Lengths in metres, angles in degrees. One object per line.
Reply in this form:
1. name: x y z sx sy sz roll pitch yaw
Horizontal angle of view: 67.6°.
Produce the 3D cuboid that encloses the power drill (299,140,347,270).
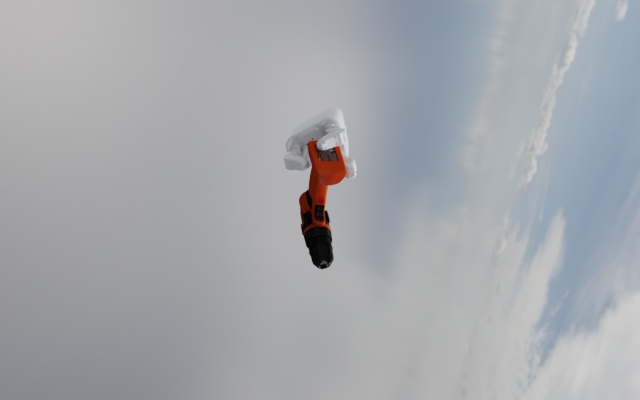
1. power drill: 0.000 0.002 0.848 0.057 0.188 0.184 -1 42 -14
